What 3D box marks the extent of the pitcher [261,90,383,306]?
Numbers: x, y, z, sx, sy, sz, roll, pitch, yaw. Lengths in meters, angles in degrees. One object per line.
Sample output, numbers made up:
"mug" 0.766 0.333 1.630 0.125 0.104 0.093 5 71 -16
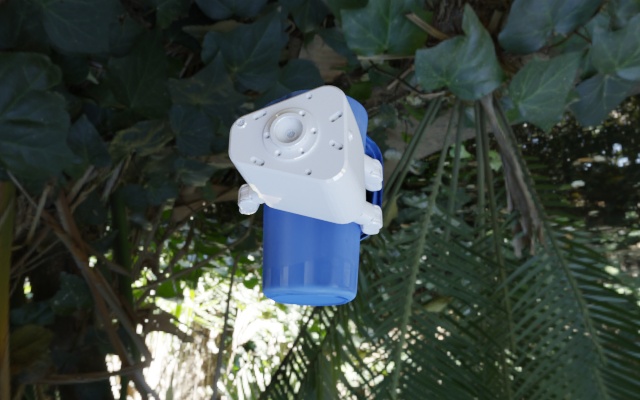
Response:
"pitcher" 0.000 0.002 0.587 0.149 0.242 0.145 -2 -20 10
